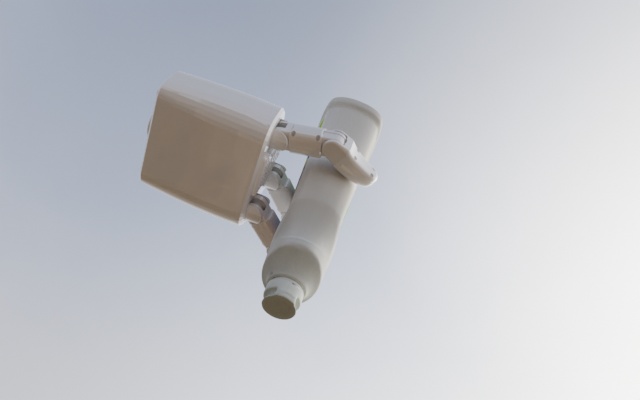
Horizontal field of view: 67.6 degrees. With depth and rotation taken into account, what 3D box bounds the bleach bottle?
[{"bbox_3d":[0.000,0.002,0.457,0.068,0.103,0.250,21,40,0],"label":"bleach bottle"}]
